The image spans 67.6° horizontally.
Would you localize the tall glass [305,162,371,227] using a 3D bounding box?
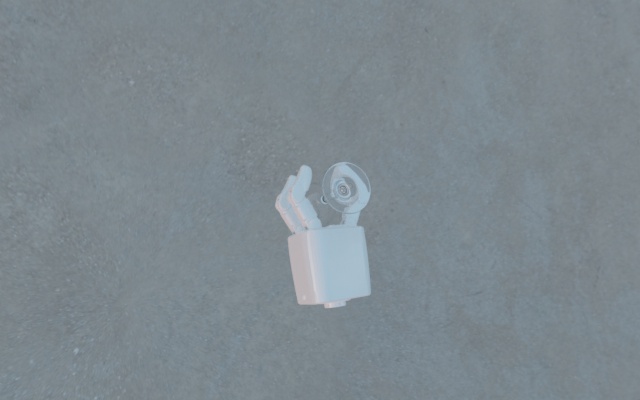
[{"bbox_3d":[0.000,0.002,0.751,0.079,0.079,0.201,0,-11,-22],"label":"tall glass"}]
